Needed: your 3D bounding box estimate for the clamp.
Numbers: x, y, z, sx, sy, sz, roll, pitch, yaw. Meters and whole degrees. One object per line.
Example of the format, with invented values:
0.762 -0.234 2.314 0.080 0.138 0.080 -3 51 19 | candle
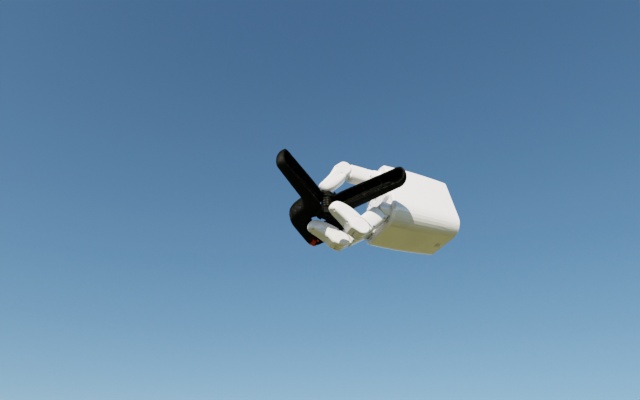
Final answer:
0.000 0.002 0.659 0.164 0.036 0.210 13 -34 -15 | clamp
